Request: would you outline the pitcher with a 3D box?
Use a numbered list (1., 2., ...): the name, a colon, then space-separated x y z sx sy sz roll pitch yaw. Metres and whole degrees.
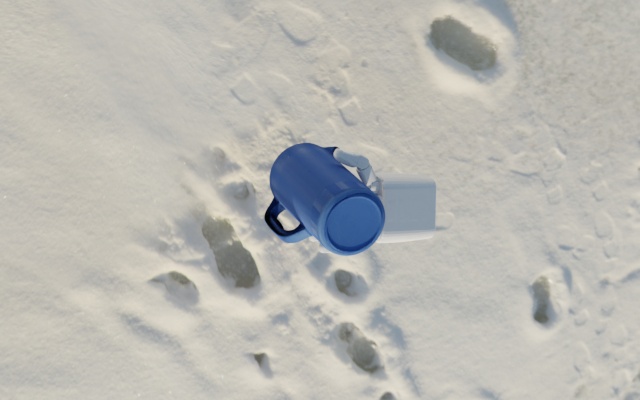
1. pitcher: 0.000 0.003 0.790 0.145 0.149 0.242 0 19 -21
